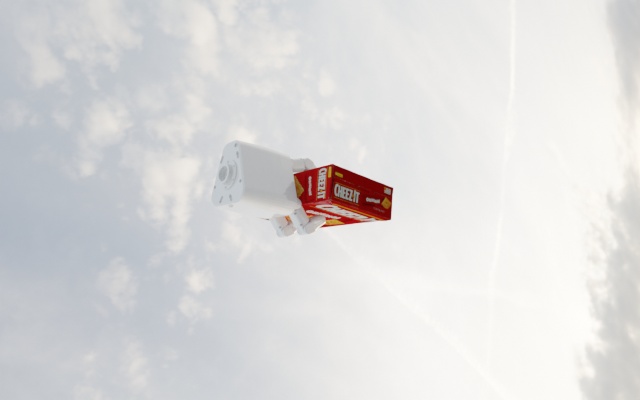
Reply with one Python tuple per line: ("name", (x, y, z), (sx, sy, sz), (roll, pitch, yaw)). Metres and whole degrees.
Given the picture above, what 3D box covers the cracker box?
("cracker box", (0.000, 0.003, 0.882), (0.164, 0.072, 0.214), (17, -18, -42))
